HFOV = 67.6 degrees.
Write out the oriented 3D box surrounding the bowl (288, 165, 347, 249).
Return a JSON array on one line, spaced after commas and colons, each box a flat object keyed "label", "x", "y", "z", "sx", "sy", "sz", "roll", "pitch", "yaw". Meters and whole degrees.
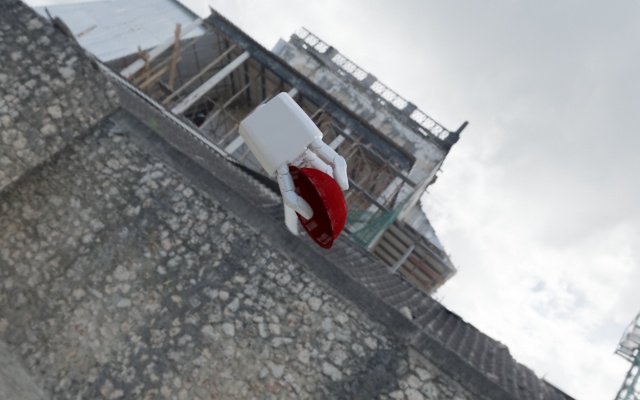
[{"label": "bowl", "x": 0.001, "y": 0.004, "z": 0.851, "sx": 0.055, "sy": 0.162, "sz": 0.162, "roll": -25, "pitch": 9, "yaw": -21}]
